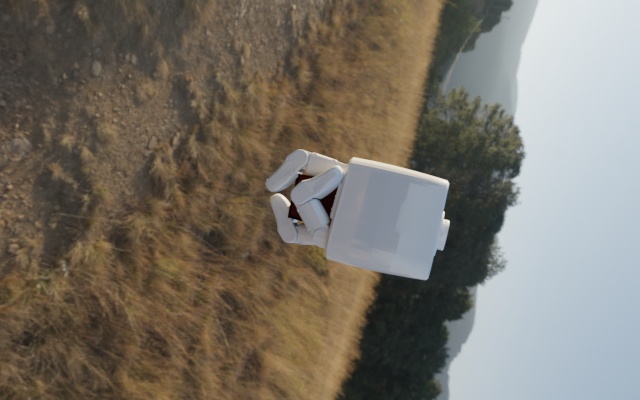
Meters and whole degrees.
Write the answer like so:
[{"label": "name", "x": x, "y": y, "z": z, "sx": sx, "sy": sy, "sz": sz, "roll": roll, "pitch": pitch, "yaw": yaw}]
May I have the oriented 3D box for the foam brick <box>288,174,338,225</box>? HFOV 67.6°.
[{"label": "foam brick", "x": 0.000, "y": 0.002, "z": 0.557, "sx": 0.051, "sy": 0.053, "sz": 0.078, "roll": 13, "pitch": 1, "yaw": 11}]
